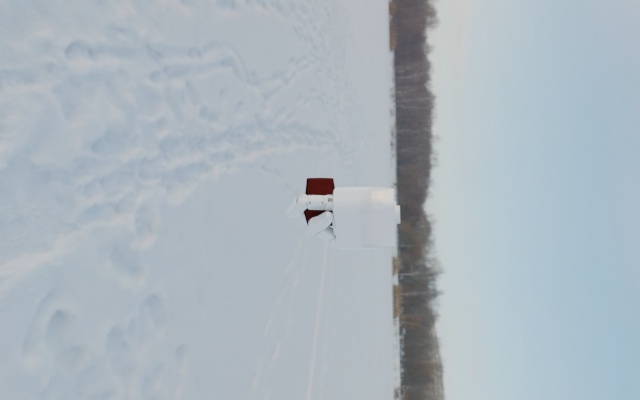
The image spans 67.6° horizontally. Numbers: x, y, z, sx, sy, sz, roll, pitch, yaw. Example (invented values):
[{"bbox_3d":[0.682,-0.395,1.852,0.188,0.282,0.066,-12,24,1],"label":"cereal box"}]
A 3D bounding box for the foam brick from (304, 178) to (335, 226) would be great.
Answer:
[{"bbox_3d":[0.000,0.003,0.889,0.051,0.078,0.053,-2,-38,9],"label":"foam brick"}]
